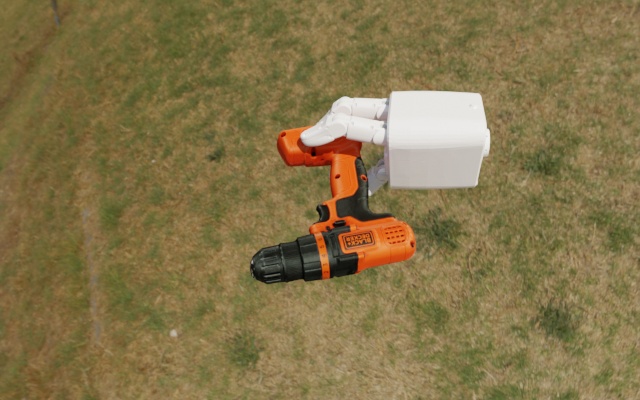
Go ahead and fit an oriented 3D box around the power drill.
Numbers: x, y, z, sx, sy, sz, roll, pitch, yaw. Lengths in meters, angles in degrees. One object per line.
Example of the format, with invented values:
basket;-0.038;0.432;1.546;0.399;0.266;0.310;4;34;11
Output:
power drill;0.000;0.001;0.560;0.184;0.187;0.057;-9;-28;-9
